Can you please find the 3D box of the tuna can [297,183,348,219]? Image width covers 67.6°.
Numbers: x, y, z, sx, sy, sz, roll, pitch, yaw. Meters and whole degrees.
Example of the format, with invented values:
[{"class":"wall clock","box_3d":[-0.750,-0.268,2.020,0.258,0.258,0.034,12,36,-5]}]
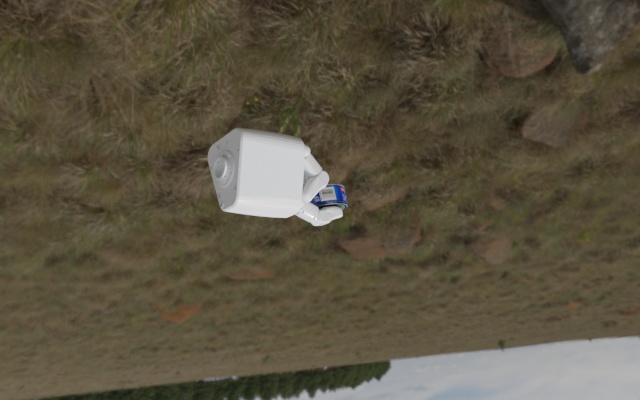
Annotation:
[{"class":"tuna can","box_3d":[0.000,0.003,0.772,0.086,0.033,0.086,-11,-15,-3]}]
